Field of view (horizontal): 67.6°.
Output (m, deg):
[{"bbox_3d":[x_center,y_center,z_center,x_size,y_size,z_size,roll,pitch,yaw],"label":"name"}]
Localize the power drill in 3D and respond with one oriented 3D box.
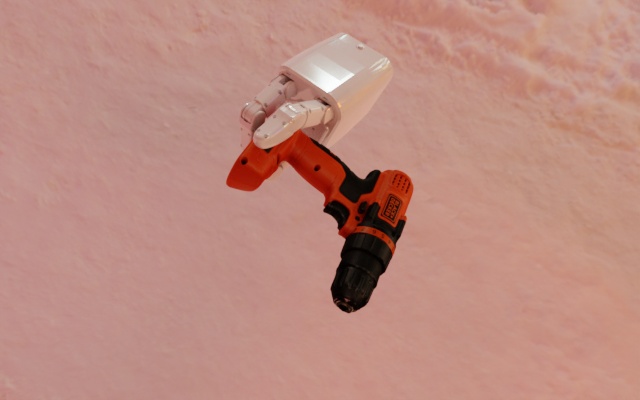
[{"bbox_3d":[0.000,0.001,0.499,0.187,0.184,0.057,34,-40,-7],"label":"power drill"}]
